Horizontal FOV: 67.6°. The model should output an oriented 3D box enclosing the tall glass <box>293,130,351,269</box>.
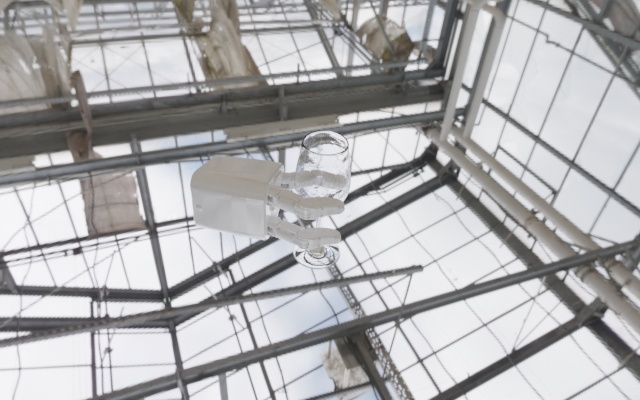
[{"bbox_3d":[0.000,0.003,0.681,0.079,0.201,0.079,3,38,-2],"label":"tall glass"}]
